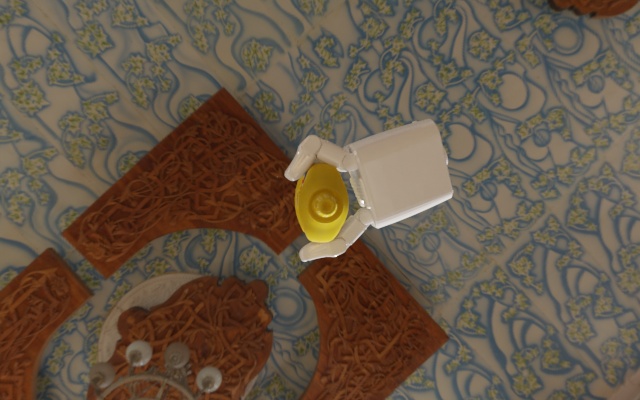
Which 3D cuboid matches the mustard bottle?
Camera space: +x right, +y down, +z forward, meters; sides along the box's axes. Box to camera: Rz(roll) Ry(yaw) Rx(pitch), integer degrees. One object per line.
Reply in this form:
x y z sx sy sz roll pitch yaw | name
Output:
0.000 0.002 0.593 0.058 0.096 0.191 4 3 -5 | mustard bottle
